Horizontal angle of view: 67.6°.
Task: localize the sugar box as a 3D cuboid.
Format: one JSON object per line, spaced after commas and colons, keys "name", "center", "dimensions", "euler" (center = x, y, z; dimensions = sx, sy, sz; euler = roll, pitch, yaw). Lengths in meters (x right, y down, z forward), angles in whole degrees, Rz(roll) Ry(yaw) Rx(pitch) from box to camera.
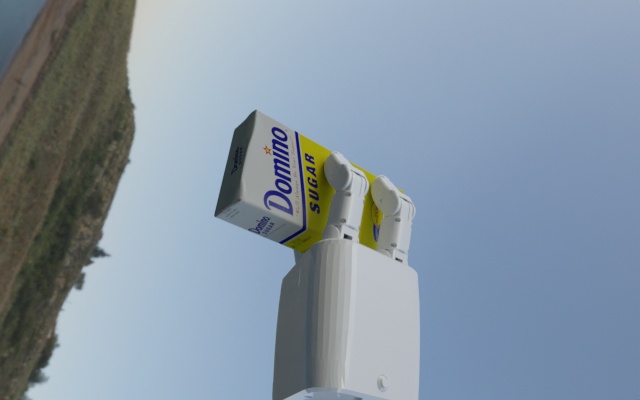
{"name": "sugar box", "center": [0.000, 0.001, 0.426], "dimensions": [0.176, 0.093, 0.048], "euler": [27, -38, -31]}
